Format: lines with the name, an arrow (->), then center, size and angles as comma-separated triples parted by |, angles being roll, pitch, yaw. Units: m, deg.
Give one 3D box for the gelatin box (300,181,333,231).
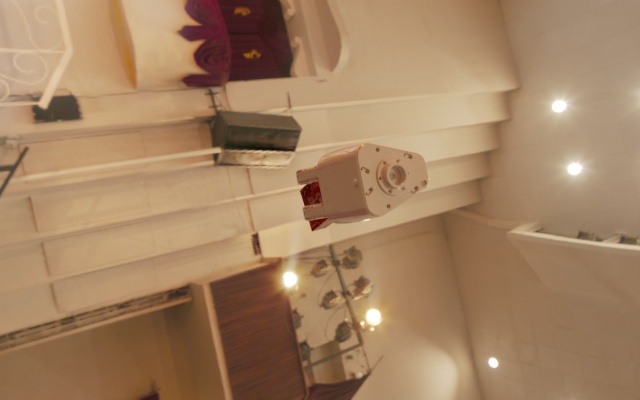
gelatin box -> 0.000, 0.002, 0.760 | 0.030, 0.073, 0.089 | -12, -13, -22
